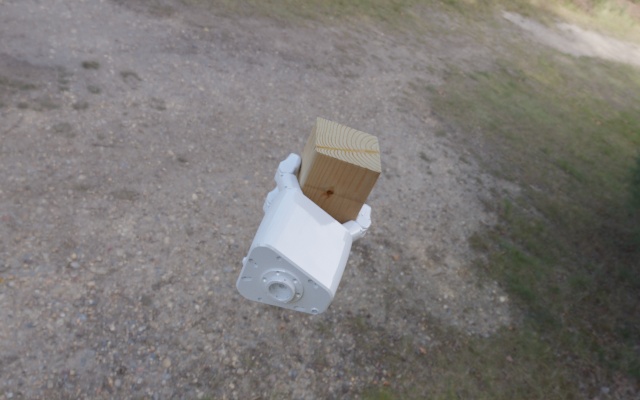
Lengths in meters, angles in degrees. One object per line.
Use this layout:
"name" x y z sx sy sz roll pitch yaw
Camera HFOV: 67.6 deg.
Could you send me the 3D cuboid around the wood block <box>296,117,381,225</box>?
"wood block" 0.000 0.002 0.672 0.091 0.206 0.090 17 37 -12
